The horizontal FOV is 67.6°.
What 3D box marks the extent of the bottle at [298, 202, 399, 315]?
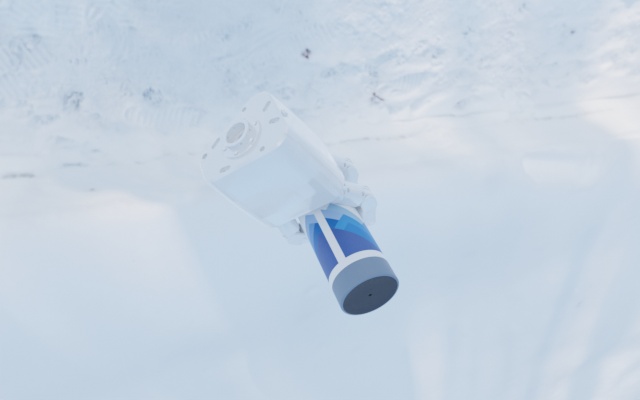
[{"bbox_3d":[0.000,0.002,0.590,0.069,0.069,0.295,0,41,-28],"label":"bottle"}]
